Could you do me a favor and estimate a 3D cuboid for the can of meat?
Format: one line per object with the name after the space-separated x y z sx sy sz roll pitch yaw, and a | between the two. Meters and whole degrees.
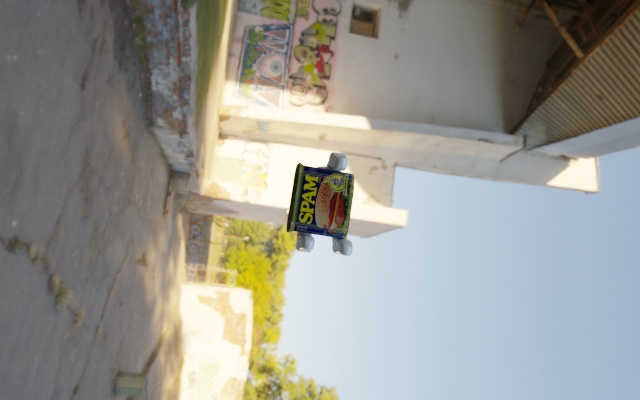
0.000 0.002 0.697 0.084 0.102 0.057 9 -4 -10 | can of meat
